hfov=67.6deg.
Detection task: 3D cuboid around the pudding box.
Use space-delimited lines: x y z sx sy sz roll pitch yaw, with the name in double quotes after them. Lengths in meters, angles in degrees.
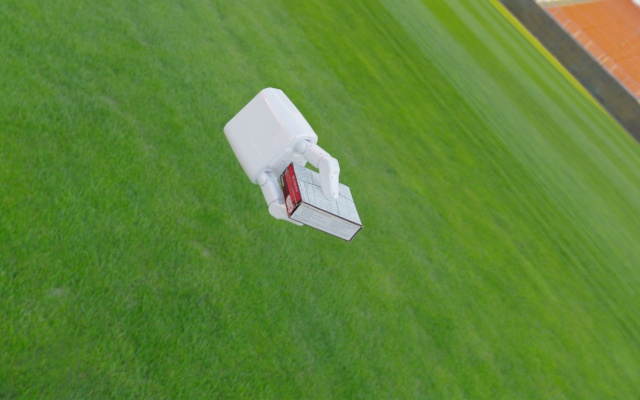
0.000 0.002 0.686 0.113 0.039 0.090 22 34 -30 "pudding box"
